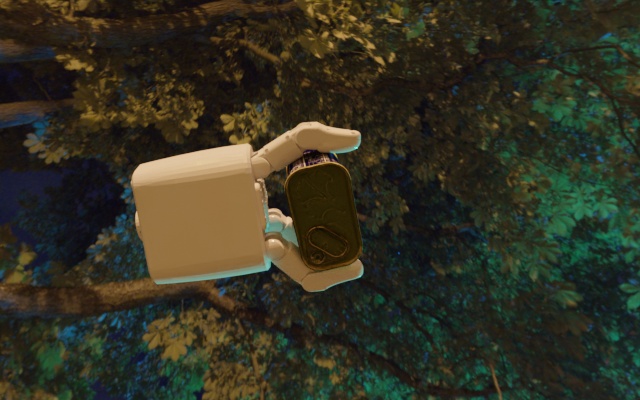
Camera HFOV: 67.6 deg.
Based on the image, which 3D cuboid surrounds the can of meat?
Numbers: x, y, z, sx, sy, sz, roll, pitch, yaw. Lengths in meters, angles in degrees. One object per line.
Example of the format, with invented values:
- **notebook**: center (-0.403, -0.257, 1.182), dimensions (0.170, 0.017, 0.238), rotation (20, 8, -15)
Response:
- **can of meat**: center (0.000, 0.001, 0.456), dimensions (0.057, 0.102, 0.084), rotation (-13, 23, -1)
